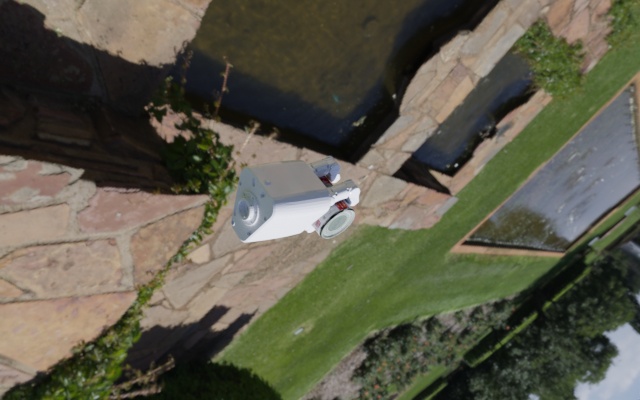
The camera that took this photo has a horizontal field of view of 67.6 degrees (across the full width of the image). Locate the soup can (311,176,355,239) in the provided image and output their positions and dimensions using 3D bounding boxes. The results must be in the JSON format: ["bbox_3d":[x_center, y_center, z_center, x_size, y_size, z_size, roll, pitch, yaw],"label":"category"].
[{"bbox_3d":[0.001,0.003,0.768,0.068,0.068,0.102,0,44,-50],"label":"soup can"}]
